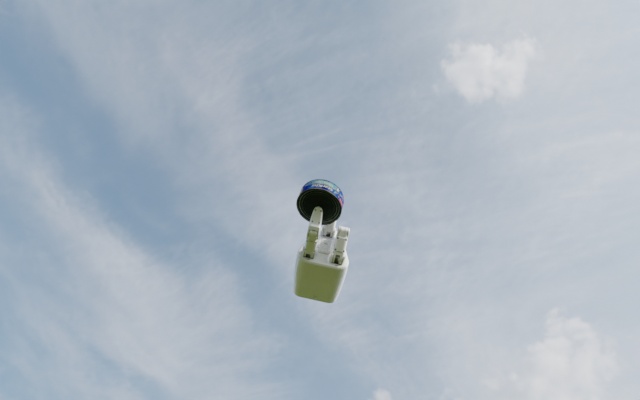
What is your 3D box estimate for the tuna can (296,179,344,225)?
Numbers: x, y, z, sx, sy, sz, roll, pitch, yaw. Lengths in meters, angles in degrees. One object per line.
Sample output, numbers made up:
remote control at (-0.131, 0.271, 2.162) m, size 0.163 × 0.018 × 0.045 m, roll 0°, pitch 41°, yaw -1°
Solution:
tuna can at (0.000, 0.003, 0.890) m, size 0.086 × 0.086 × 0.033 m, roll 0°, pitch 37°, yaw 14°
